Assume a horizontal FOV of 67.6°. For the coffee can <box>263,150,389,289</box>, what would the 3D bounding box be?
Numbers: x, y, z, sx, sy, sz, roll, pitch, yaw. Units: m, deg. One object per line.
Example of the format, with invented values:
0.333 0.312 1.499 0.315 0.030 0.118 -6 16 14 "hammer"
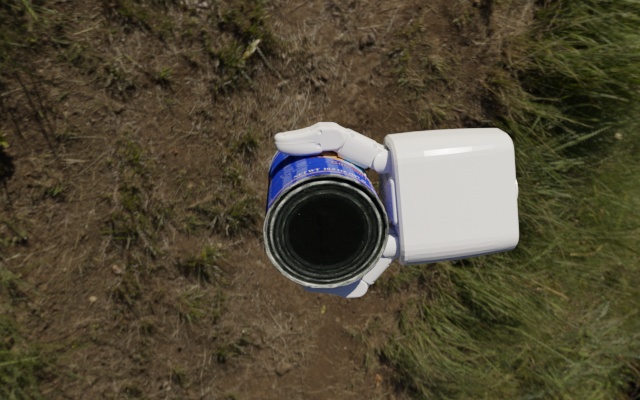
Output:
0.000 0.001 0.448 0.103 0.103 0.140 0 22 -4 "coffee can"
